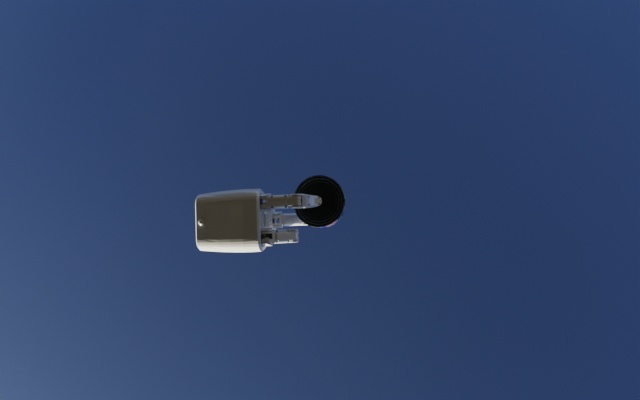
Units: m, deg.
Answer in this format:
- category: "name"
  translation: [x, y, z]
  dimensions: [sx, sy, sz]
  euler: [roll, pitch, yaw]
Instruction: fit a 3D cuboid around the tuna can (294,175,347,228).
- category: "tuna can"
  translation: [0.000, 0.003, 0.792]
  dimensions: [0.086, 0.086, 0.034]
  euler: [0, -5, 12]
